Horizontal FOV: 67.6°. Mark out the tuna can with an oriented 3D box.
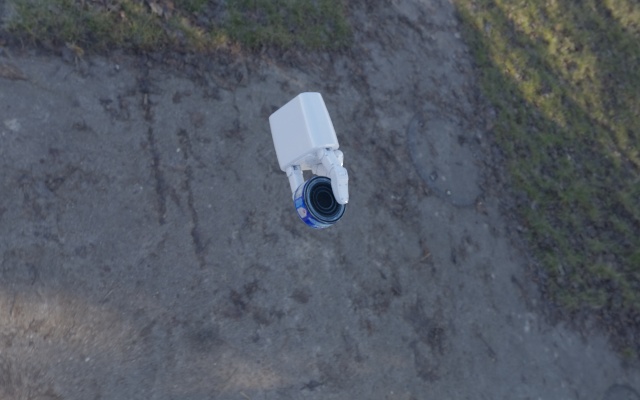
[{"bbox_3d":[0.000,0.002,0.795,0.086,0.086,0.034,0,-17,-34],"label":"tuna can"}]
